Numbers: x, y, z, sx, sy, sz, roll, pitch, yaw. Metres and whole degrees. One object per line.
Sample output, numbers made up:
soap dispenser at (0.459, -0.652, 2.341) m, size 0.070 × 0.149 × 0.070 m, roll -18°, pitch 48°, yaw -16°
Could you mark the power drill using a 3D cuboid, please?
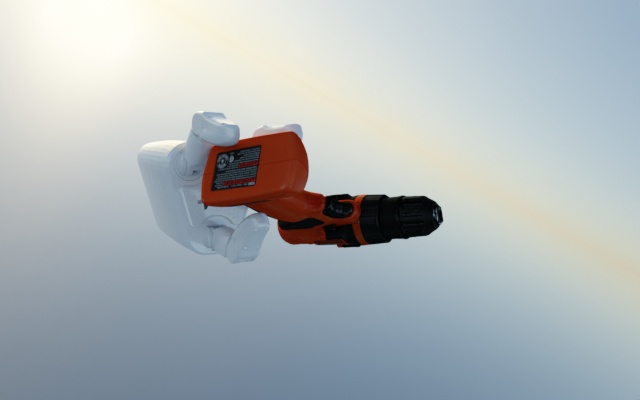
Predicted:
power drill at (0.000, 0.001, 0.444) m, size 0.184 × 0.057 × 0.188 m, roll -8°, pitch -23°, yaw 32°
